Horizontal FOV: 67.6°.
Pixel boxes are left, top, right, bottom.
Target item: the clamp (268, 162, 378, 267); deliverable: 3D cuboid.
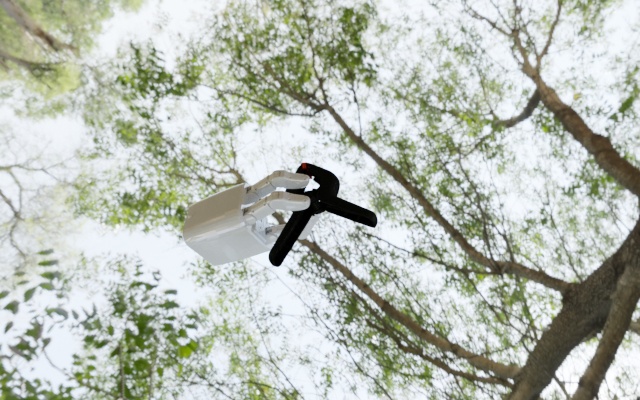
[{"bbox_3d":[0.000,0.003,0.738,0.164,0.036,0.209,-18,37,12],"label":"clamp"}]
